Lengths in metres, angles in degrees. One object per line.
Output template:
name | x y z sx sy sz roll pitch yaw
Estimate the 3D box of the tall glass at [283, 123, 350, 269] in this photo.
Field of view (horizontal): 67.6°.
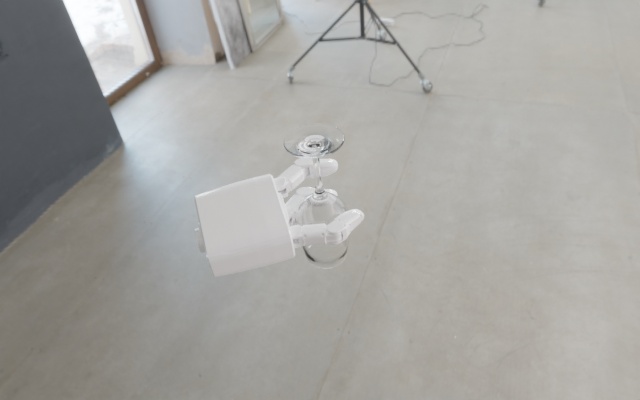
tall glass | 0.000 0.002 0.639 0.079 0.201 0.079 -4 40 3
